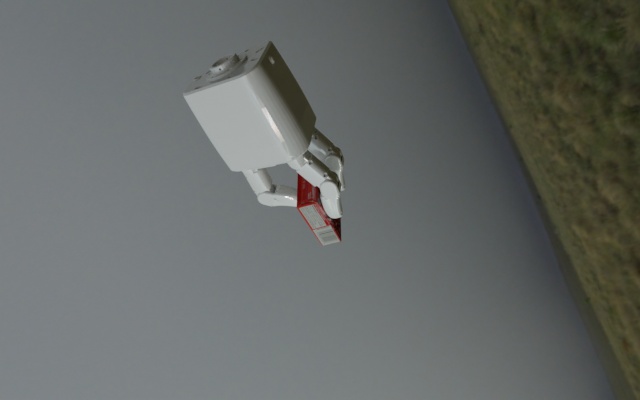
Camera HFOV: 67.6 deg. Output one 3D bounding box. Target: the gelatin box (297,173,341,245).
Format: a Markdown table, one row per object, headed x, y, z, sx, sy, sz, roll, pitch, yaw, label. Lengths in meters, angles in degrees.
| x | y | z | sx | sy | sz | roll | pitch | yaw | label |
| --- | --- | --- | --- | --- | --- | --- | --- | --- | --- |
| 0.000 | 0.002 | 0.604 | 0.030 | 0.073 | 0.089 | -13 | -42 | 17 | gelatin box |
